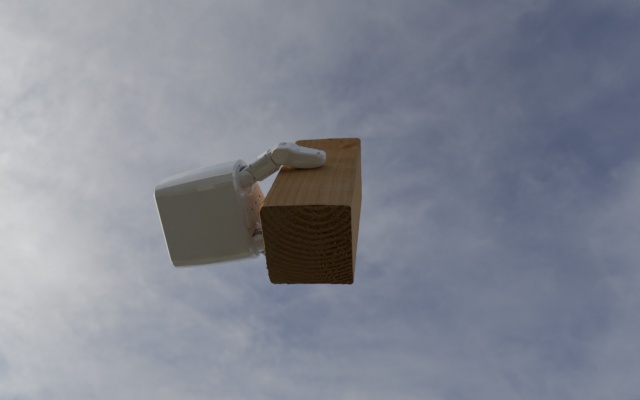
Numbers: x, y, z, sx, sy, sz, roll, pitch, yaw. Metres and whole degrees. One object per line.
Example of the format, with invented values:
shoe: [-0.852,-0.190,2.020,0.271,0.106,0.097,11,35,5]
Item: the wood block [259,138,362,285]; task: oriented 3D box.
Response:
wood block: [0.000,0.001,0.557,0.090,0.091,0.206,-1,25,8]
